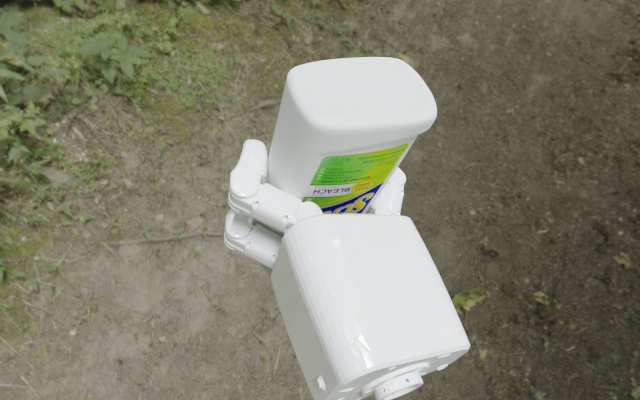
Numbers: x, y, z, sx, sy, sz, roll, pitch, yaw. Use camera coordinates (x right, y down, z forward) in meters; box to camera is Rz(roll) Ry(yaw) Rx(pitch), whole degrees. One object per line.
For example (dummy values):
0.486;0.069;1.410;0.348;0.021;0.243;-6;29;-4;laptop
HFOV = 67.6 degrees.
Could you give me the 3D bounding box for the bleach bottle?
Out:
0.000;0.001;0.404;0.102;0.068;0.251;-10;-33;-22;bleach bottle
